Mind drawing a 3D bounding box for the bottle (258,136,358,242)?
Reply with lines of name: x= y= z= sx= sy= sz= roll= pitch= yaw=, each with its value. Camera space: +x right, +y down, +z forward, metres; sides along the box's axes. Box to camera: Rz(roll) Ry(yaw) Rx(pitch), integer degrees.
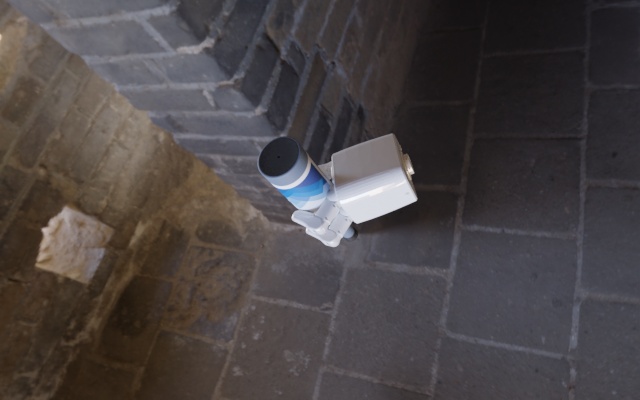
bottle: x=0.000 y=0.002 z=0.771 sx=0.069 sy=0.069 sz=0.296 roll=0 pitch=-25 yaw=25
